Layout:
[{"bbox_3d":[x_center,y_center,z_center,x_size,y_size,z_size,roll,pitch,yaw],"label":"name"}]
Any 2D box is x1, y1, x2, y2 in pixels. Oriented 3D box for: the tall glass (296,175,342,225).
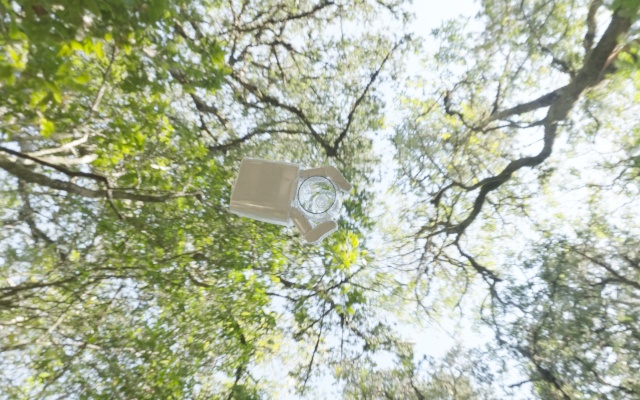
[{"bbox_3d":[0.000,0.003,0.854,0.079,0.079,0.201,0,-7,3],"label":"tall glass"}]
